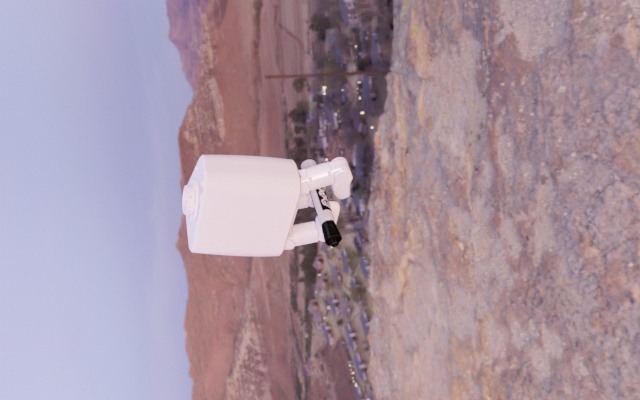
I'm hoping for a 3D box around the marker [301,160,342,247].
[{"bbox_3d":[0.000,0.002,0.544,0.020,0.121,0.020,-11,-38,-9],"label":"marker"}]
